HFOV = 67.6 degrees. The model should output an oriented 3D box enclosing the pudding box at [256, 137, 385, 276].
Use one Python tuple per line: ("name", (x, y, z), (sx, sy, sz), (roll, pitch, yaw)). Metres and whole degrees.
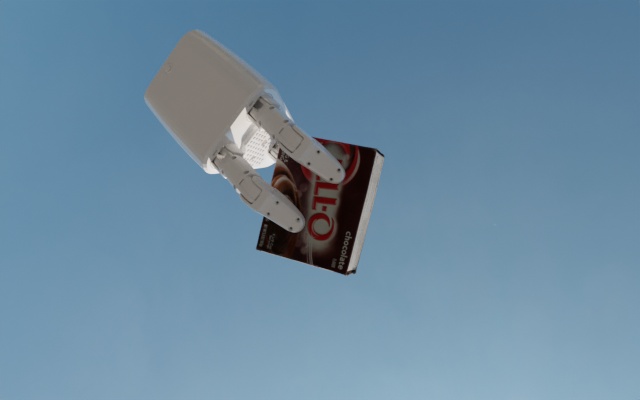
("pudding box", (0.000, 0.001, 0.429), (0.090, 0.113, 0.039), (13, 1, 23))
